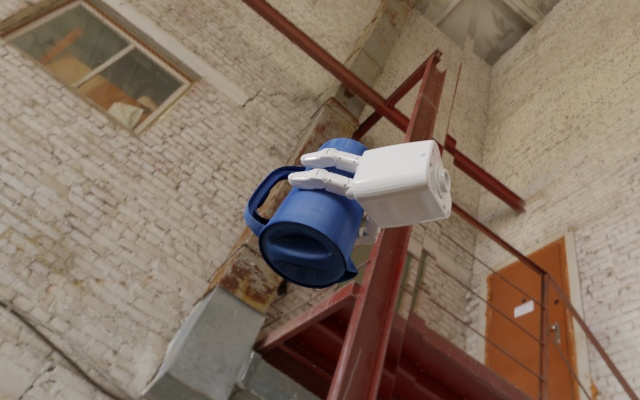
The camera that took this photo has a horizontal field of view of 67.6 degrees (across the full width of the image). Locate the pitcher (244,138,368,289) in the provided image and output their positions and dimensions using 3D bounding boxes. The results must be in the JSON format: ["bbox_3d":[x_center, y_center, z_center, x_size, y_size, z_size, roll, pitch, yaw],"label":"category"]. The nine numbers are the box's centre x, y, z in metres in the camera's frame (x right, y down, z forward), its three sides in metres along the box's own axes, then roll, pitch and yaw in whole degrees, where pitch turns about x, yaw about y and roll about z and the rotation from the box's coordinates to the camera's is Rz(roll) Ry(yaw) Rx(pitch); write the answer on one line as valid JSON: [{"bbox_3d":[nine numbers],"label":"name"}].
[{"bbox_3d":[0.000,0.002,0.749,0.145,0.149,0.242,-8,36,29],"label":"pitcher"}]
